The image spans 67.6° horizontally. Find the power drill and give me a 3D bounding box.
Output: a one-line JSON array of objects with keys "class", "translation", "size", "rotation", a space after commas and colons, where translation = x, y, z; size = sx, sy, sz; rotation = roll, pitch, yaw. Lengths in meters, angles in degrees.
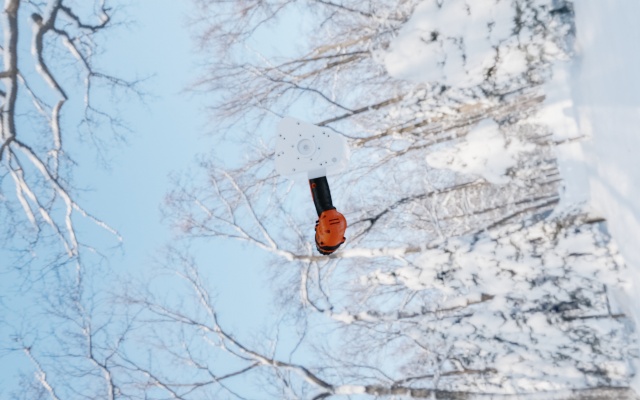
[{"class": "power drill", "translation": [0.000, 0.002, 0.893], "size": [0.057, 0.187, 0.184], "rotation": [-13, -17, -11]}]
